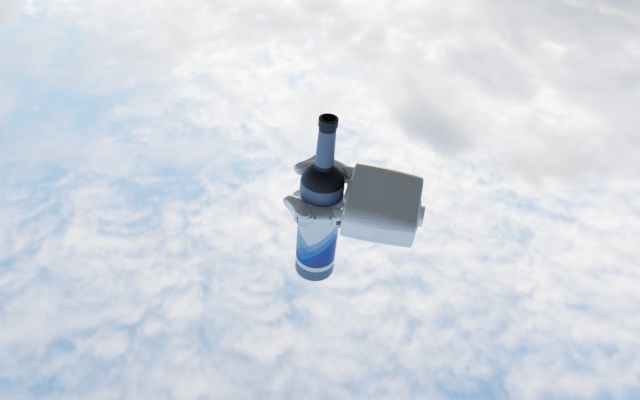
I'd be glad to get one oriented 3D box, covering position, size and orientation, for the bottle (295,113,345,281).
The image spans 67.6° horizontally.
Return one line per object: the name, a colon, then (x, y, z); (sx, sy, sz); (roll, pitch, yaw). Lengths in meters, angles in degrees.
bottle: (0.000, 0.003, 0.726); (0.069, 0.296, 0.069); (3, 40, -3)
